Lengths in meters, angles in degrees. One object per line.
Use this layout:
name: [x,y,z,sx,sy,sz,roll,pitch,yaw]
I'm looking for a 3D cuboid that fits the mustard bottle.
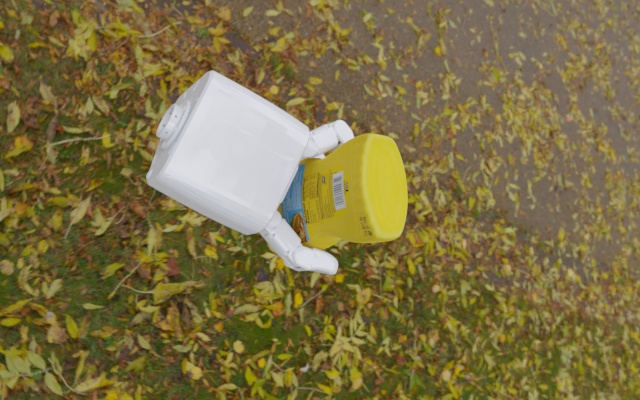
mustard bottle: [0.001,0.002,0.487,0.058,0.096,0.191,1,-10,-38]
